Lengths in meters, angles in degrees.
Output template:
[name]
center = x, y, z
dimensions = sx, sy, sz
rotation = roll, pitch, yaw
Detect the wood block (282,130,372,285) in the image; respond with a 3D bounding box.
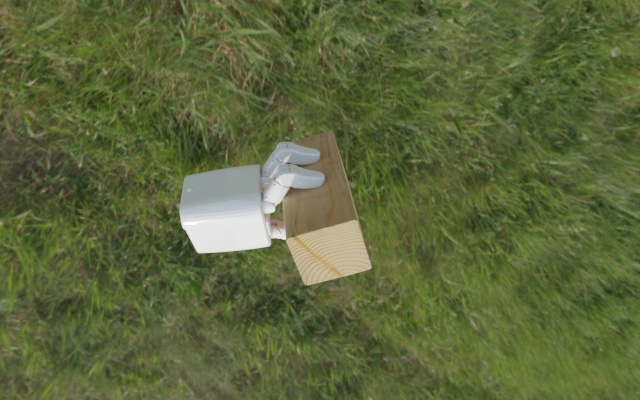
[wood block]
center = 0.000, 0.003, 0.659
dimensions = 0.090, 0.091, 0.206
rotation = -16, 39, 4
